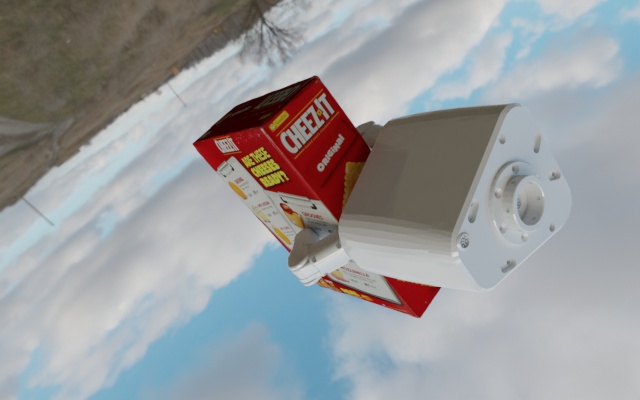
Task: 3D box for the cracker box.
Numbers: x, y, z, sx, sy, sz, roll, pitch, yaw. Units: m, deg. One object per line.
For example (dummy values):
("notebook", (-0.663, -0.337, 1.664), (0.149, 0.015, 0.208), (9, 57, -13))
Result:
("cracker box", (0.000, 0.002, 0.442), (0.072, 0.214, 0.164), (-48, 24, -21))
